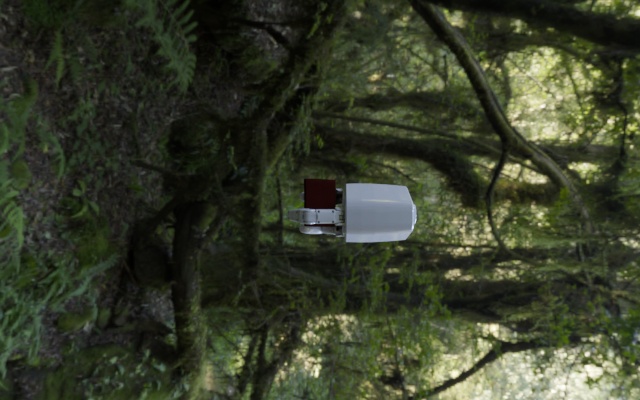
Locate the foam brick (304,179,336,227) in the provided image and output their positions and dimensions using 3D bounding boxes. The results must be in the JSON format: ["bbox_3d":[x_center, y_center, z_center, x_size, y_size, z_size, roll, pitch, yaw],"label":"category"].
[{"bbox_3d":[0.000,0.002,0.787,0.051,0.078,0.053,0,3,3],"label":"foam brick"}]
